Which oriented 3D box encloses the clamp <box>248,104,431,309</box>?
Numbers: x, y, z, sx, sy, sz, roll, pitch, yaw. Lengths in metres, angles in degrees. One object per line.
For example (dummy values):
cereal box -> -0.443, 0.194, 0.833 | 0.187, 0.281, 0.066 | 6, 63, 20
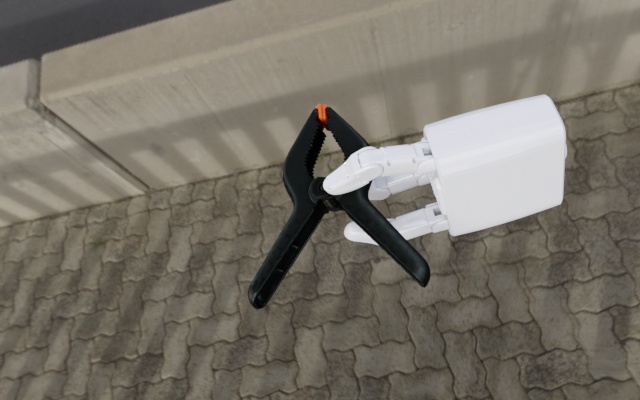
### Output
clamp -> 0.000, 0.001, 0.459 | 0.164, 0.209, 0.036 | -16, -29, 11
